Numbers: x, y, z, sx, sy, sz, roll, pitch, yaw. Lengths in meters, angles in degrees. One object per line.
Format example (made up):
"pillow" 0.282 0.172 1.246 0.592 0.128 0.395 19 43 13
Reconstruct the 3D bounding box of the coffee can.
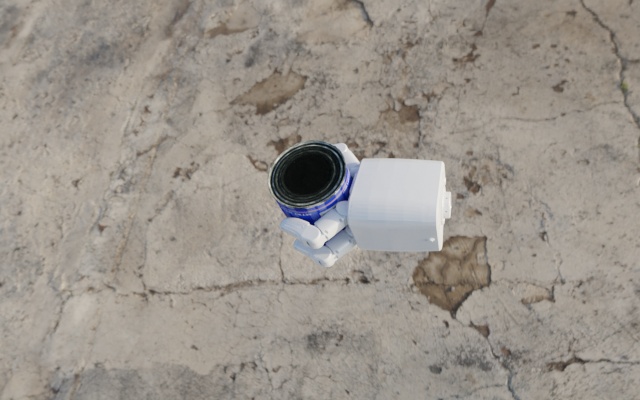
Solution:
"coffee can" 0.000 0.002 0.645 0.103 0.102 0.140 0 -31 17
